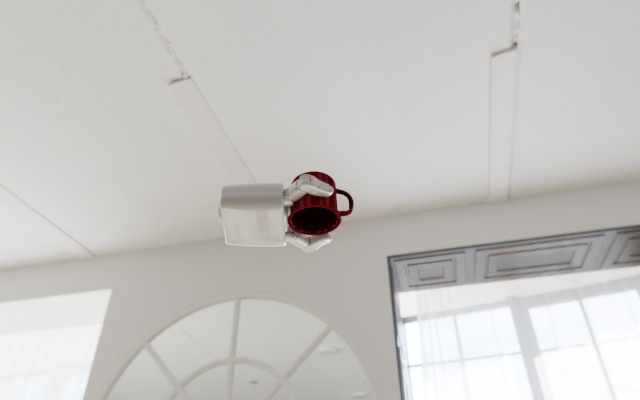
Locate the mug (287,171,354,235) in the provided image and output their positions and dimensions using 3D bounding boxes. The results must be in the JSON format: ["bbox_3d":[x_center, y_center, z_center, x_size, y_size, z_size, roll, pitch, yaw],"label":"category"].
[{"bbox_3d":[0.002,0.003,0.840,0.117,0.081,0.093,-1,-36,-2],"label":"mug"}]
